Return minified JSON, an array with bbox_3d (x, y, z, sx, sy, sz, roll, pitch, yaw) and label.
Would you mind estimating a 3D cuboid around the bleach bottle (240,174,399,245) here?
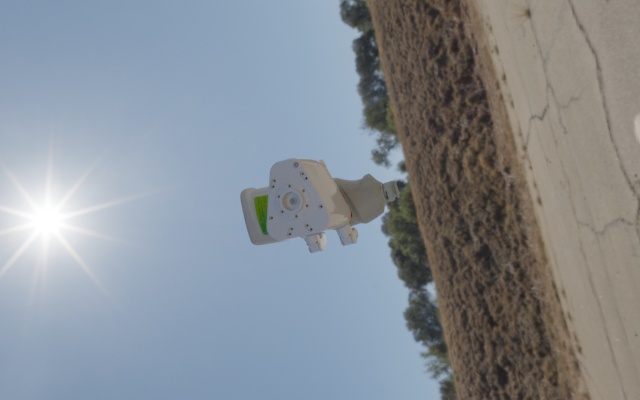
[{"bbox_3d":[0.000,0.003,0.777,0.251,0.102,0.068,-14,-2,16],"label":"bleach bottle"}]
